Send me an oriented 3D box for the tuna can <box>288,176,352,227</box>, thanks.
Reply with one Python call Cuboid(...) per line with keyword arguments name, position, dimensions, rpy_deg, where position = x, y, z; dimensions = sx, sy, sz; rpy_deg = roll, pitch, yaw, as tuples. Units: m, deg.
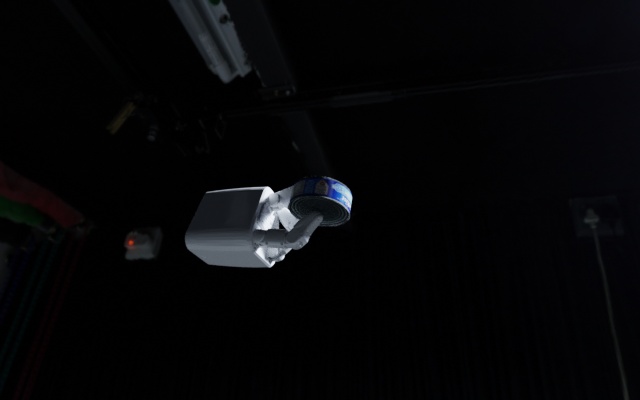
Cuboid(name="tuna can", position=(0.000, 0.002, 0.659), dimensions=(0.086, 0.033, 0.086), rpy_deg=(8, -29, 5))
